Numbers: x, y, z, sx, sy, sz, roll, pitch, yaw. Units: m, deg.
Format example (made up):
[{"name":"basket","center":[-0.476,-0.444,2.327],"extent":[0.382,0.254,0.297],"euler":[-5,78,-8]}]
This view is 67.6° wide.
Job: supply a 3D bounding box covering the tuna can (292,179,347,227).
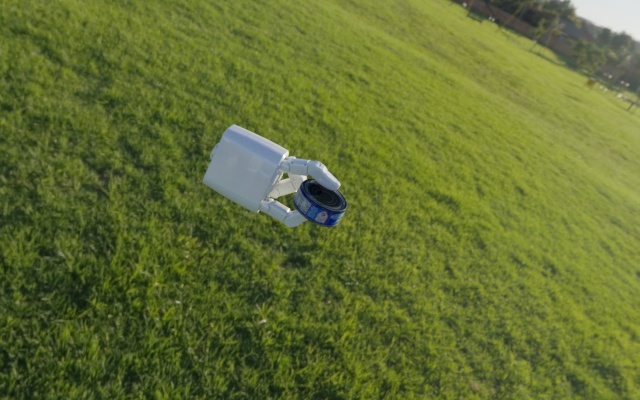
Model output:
[{"name":"tuna can","center":[0.000,0.002,0.775],"extent":[0.086,0.034,0.086],"euler":[24,28,-14]}]
